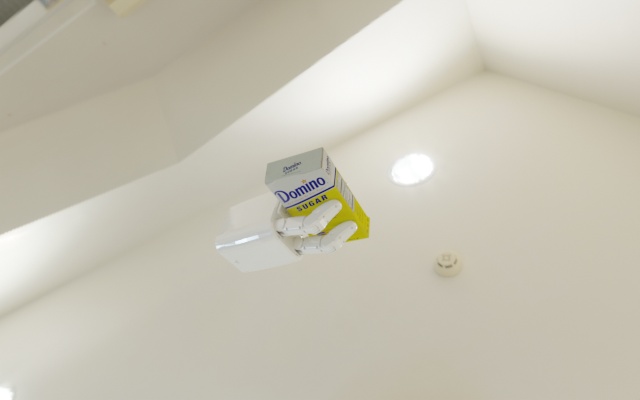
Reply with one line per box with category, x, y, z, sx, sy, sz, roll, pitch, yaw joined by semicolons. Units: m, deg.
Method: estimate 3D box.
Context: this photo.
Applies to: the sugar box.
sugar box;0.000;0.003;0.716;0.093;0.048;0.176;-14;-40;23
